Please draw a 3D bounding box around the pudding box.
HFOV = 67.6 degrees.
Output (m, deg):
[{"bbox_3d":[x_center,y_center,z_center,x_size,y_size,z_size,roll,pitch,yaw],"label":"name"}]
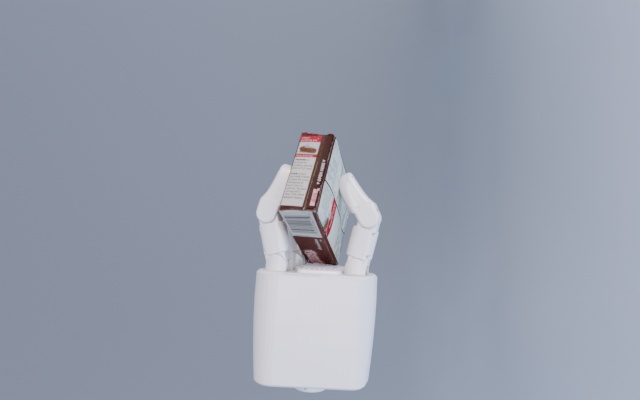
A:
[{"bbox_3d":[0.000,0.002,0.478,0.039,0.090,0.114,5,-31,15],"label":"pudding box"}]
